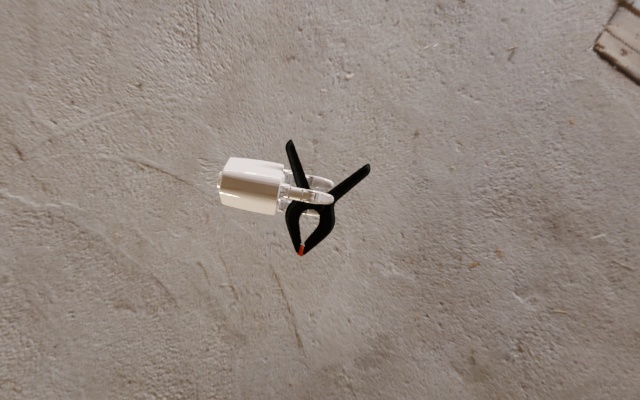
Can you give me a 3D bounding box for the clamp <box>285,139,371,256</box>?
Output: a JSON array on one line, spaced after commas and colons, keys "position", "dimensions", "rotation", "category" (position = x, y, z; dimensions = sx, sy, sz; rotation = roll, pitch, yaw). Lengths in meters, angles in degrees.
[{"position": [0.000, 0.003, 0.892], "dimensions": [0.164, 0.210, 0.036], "rotation": [10, 2, -5], "category": "clamp"}]
